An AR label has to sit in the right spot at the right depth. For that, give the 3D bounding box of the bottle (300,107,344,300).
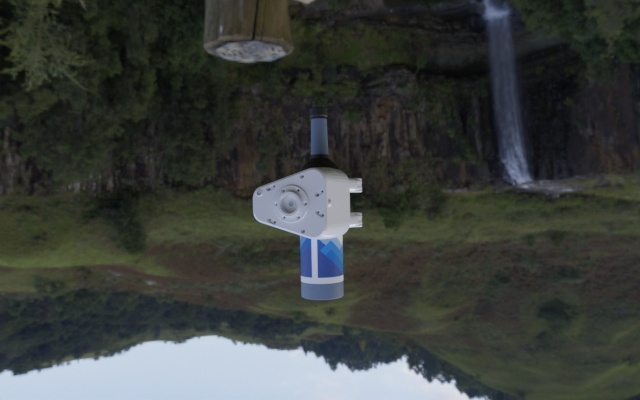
[{"bbox_3d":[0.000,0.003,0.750,0.069,0.295,0.069,-1,0,0],"label":"bottle"}]
